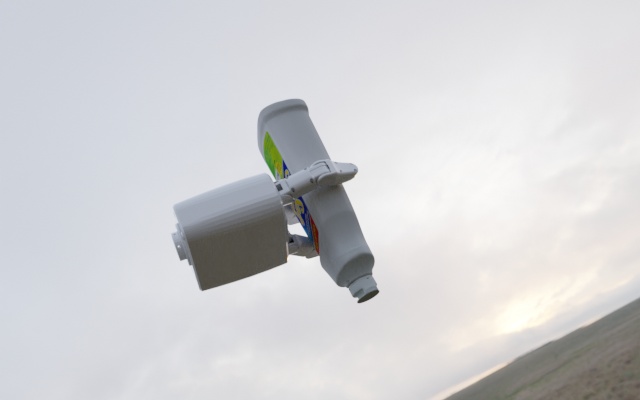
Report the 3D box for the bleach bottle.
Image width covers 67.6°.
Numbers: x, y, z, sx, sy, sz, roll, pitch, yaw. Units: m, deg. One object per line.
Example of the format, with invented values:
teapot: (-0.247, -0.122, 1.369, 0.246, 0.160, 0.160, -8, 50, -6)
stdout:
bleach bottle: (0.000, 0.002, 0.568, 0.068, 0.250, 0.103, -19, -28, -19)
